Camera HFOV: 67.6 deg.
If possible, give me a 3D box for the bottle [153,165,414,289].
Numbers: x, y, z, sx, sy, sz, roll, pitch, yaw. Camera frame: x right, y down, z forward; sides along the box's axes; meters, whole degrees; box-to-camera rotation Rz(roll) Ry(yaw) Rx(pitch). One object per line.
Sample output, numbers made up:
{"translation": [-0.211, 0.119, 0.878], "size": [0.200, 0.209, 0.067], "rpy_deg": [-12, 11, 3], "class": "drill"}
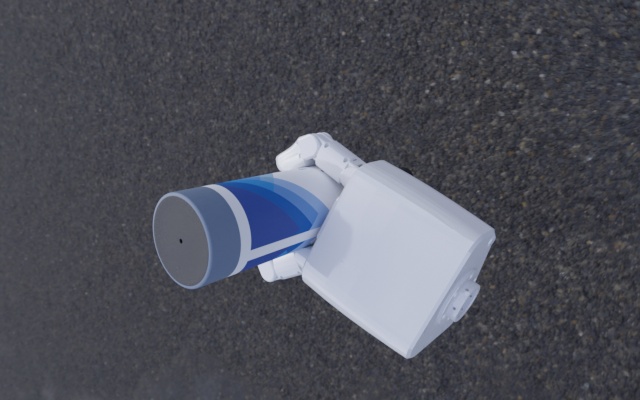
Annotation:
{"translation": [0.000, 0.001, 0.428], "size": [0.069, 0.069, 0.295], "rpy_deg": [0, 10, 40], "class": "bottle"}
